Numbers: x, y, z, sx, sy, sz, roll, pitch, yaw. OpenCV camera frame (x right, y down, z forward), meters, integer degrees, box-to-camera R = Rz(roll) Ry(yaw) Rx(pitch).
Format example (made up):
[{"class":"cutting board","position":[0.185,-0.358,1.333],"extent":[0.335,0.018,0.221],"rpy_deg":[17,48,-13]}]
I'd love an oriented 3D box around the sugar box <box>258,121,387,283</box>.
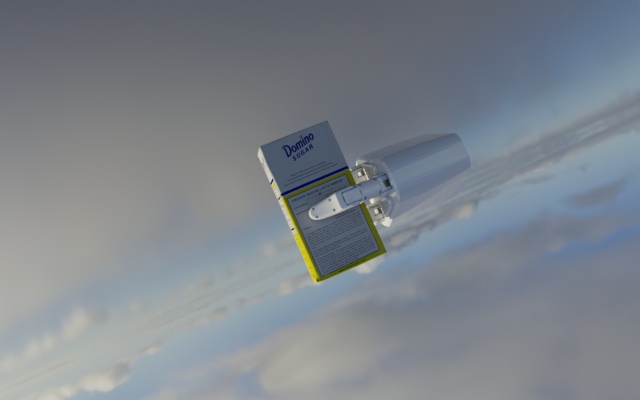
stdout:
[{"class":"sugar box","position":[0.000,0.002,0.582],"extent":[0.093,0.176,0.048],"rpy_deg":[-23,-5,-13]}]
